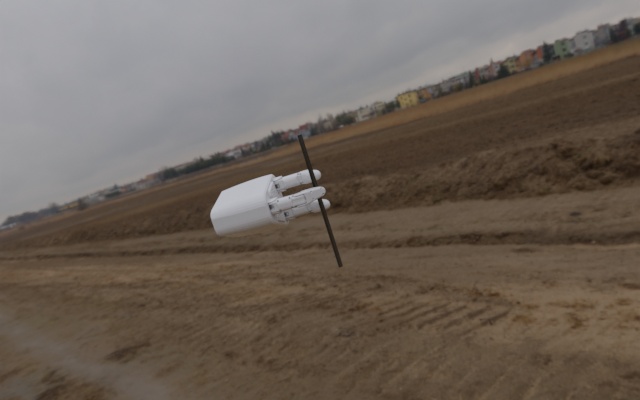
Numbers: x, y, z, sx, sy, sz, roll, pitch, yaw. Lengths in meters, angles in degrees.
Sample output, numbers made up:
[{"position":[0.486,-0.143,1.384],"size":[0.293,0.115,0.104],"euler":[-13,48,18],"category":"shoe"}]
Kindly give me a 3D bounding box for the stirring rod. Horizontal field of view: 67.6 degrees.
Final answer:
[{"position":[0.000,0.003,0.824],"size":[0.011,0.239,0.011],"euler":[-17,8,2],"category":"stirring rod"}]
